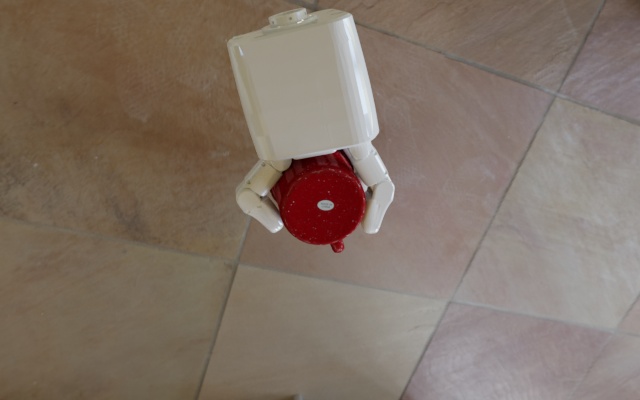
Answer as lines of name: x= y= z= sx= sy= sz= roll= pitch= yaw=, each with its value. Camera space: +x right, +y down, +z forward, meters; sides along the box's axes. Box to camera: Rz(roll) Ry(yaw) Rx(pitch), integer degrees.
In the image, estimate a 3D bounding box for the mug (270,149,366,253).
mug: x=0.000 y=0.003 z=0.477 sx=0.093 sy=0.117 sz=0.081 roll=-18 pitch=26 yaw=-2
